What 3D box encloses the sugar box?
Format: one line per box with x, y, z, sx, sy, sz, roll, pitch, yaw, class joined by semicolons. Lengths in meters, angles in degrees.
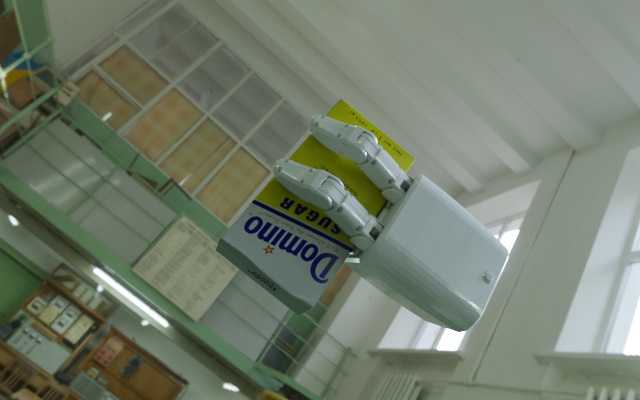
0.000;0.001;0.421;0.093;0.176;0.048;38;-28;-2;sugar box
